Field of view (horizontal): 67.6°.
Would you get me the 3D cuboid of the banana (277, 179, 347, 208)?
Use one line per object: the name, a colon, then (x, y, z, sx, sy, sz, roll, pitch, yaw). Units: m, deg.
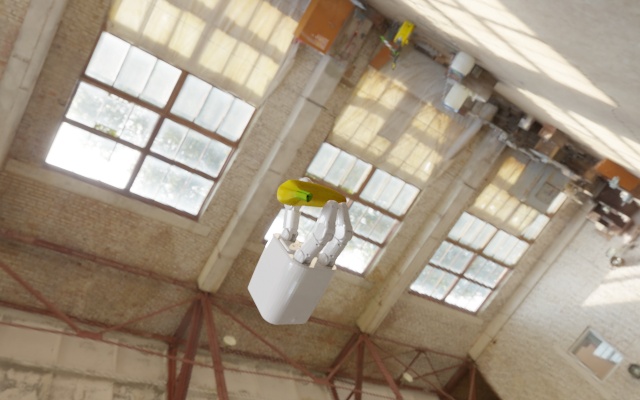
banana: (-0.017, -0.005, 0.708, 0.069, 0.037, 0.198, 25, 8, 16)
